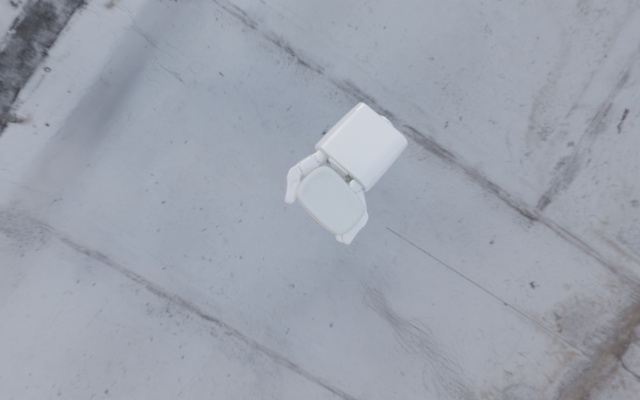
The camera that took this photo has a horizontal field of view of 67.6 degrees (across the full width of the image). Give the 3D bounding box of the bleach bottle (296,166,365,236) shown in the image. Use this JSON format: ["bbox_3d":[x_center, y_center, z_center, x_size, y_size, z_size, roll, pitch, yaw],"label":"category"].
[{"bbox_3d":[0.000,0.003,0.788,0.068,0.102,0.251,-45,5,-6],"label":"bleach bottle"}]
